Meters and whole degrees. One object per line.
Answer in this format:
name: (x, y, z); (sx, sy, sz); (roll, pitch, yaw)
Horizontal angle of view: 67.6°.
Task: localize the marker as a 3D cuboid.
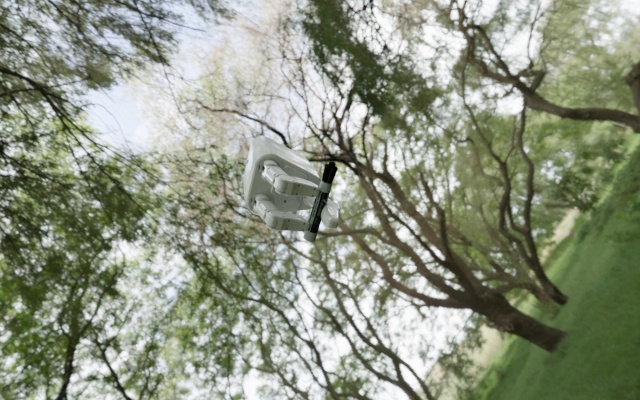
marker: (0.000, 0.002, 0.672); (0.020, 0.121, 0.020); (15, 21, -6)
